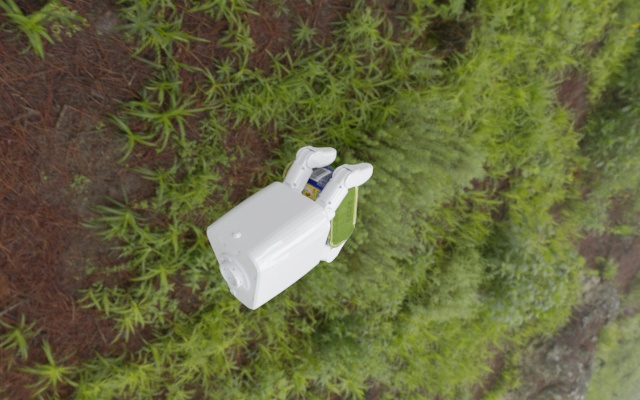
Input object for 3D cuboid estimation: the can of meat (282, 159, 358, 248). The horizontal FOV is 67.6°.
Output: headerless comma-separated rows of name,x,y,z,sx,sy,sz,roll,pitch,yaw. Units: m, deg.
can of meat,0.000,0.002,0.628,0.084,0.102,0.057,29,45,34
